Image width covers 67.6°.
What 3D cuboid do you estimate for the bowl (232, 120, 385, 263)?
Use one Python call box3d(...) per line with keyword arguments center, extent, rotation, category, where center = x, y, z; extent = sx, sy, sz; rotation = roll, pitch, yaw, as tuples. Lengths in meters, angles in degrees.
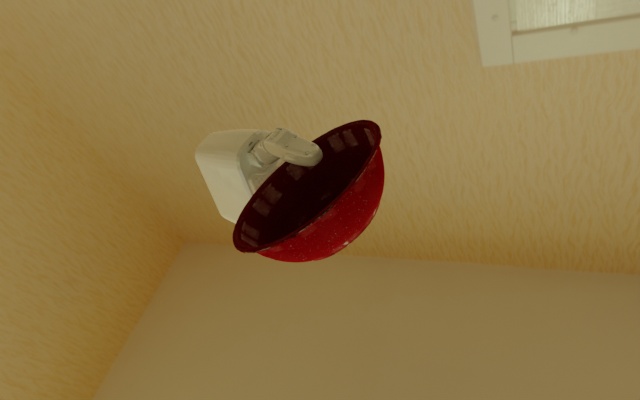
box3d(center=(0.001, 0.002, 0.423), extent=(0.055, 0.162, 0.162), rotation=(49, -23, -22), category="bowl")
